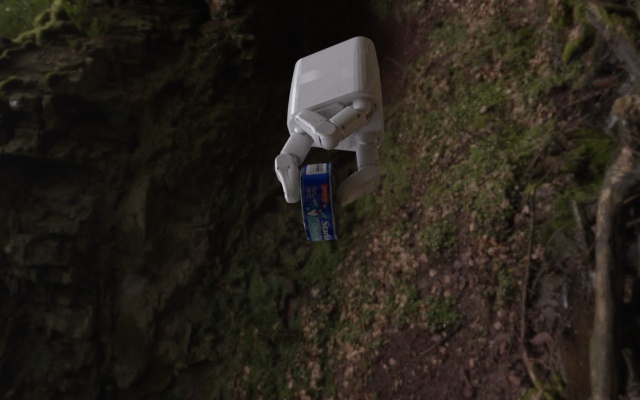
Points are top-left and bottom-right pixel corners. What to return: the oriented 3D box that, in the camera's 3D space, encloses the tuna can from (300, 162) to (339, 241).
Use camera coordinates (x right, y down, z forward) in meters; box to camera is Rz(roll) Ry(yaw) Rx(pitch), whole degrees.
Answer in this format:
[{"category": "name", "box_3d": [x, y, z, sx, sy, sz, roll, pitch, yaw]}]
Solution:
[{"category": "tuna can", "box_3d": [0.000, 0.002, 0.526, 0.034, 0.086, 0.086, -5, 0, 4]}]
